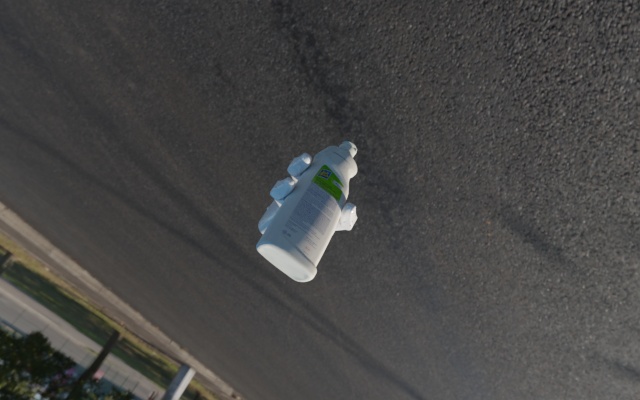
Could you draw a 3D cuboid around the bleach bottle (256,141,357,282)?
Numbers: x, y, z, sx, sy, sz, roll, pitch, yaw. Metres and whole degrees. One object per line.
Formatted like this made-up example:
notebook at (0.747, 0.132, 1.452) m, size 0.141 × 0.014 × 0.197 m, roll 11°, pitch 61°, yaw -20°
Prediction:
bleach bottle at (0.000, 0.003, 0.785) m, size 0.102 × 0.250 × 0.068 m, roll 40°, pitch -31°, yaw -13°
